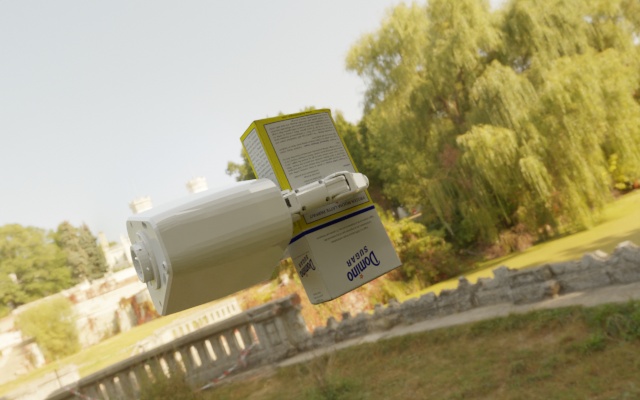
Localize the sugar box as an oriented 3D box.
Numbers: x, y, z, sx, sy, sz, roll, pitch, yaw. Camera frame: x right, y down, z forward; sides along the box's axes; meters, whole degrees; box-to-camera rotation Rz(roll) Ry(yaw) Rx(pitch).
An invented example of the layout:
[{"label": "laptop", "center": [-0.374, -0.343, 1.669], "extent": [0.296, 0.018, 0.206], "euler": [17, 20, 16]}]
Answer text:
[{"label": "sugar box", "center": [0.000, 0.002, 0.461], "extent": [0.093, 0.176, 0.048], "euler": [-18, -7, -35]}]
